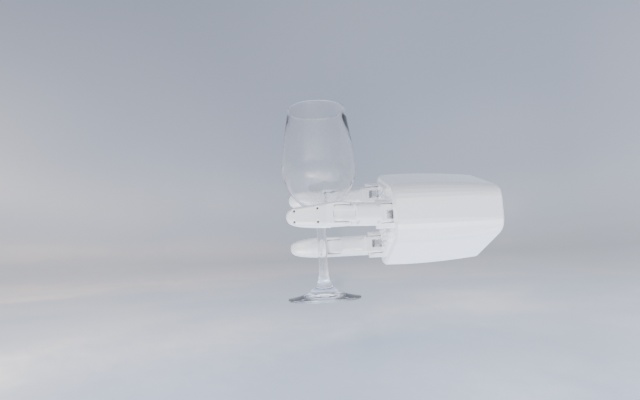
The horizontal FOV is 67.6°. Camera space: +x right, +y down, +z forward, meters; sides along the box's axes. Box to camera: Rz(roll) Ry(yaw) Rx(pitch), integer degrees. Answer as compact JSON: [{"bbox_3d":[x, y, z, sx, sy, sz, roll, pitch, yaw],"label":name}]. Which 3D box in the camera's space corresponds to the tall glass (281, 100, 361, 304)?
[{"bbox_3d":[0.000,0.002,0.496,0.079,0.201,0.079,-3,-7,0],"label":"tall glass"}]
